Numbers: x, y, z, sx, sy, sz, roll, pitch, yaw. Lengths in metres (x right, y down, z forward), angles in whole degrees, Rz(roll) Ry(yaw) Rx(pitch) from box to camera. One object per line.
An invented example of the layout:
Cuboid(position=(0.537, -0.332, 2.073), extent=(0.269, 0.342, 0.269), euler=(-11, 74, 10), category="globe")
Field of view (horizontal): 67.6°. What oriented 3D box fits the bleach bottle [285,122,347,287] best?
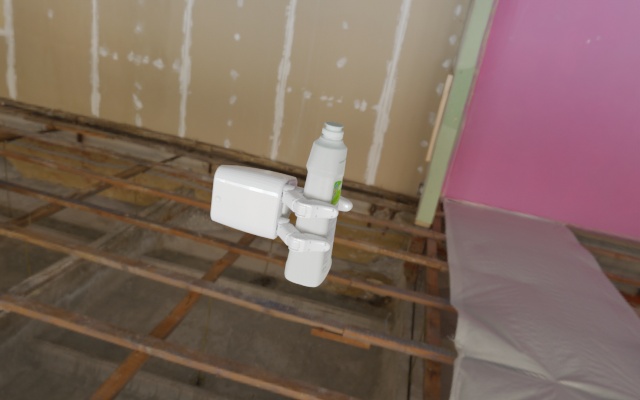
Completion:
Cuboid(position=(0.000, 0.002, 0.737), extent=(0.068, 0.251, 0.102), euler=(14, 22, 8), category="bleach bottle")
